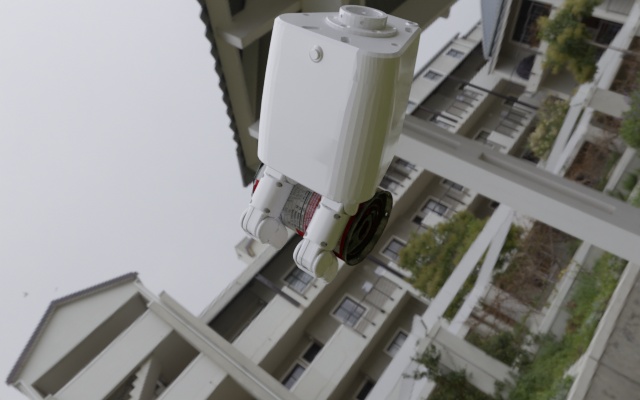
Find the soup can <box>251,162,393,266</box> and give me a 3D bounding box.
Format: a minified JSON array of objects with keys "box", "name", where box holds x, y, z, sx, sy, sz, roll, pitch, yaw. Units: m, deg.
[{"box":[0.000,0.002,0.406,0.102,0.068,0.068,29,13,25],"name":"soup can"}]
